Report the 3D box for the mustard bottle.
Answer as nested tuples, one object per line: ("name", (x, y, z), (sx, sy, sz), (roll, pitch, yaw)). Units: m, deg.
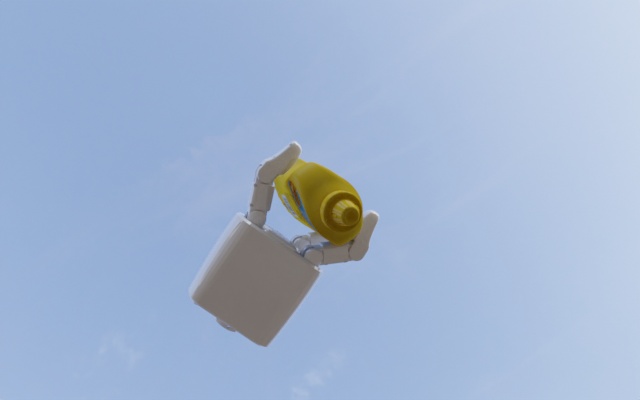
("mustard bottle", (0.000, 0.001, 0.530), (0.058, 0.096, 0.191), (-33, 16, -10))
